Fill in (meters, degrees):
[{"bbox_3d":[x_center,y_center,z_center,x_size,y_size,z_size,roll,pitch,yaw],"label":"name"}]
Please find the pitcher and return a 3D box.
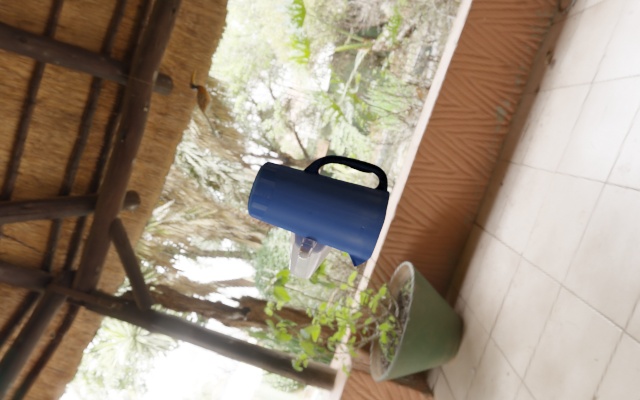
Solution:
[{"bbox_3d":[0.000,0.003,0.872,0.243,0.149,0.145,18,-40,1],"label":"pitcher"}]
